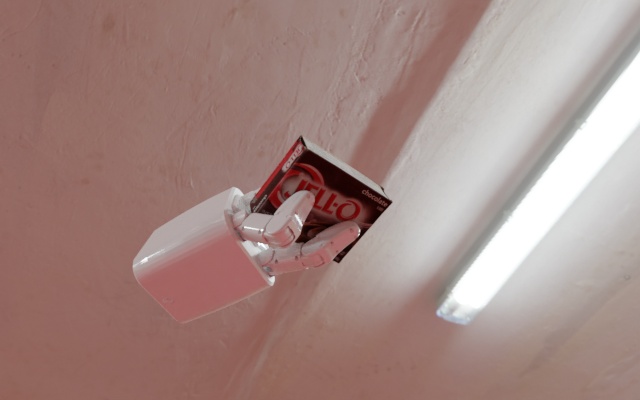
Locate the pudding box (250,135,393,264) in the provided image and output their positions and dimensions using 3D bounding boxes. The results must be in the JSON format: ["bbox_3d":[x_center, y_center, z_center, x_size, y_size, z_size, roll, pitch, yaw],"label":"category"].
[{"bbox_3d":[0.000,0.002,0.477,0.113,0.090,0.039,28,22,-28],"label":"pudding box"}]
